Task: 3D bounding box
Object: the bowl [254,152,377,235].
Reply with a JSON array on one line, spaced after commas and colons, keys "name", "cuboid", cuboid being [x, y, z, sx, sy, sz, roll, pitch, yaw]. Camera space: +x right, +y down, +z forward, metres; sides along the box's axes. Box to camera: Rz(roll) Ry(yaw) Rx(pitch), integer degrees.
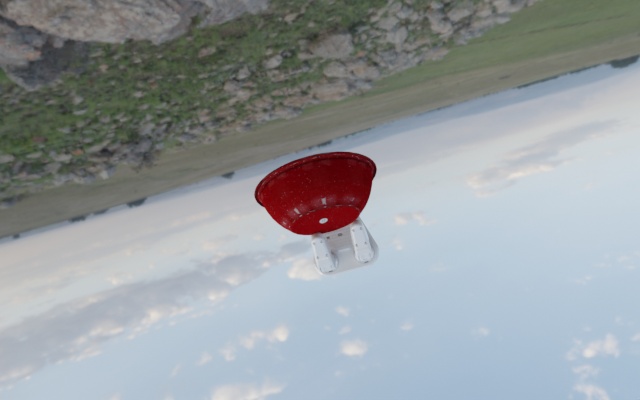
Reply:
[{"name": "bowl", "cuboid": [0.000, 0.002, 0.606, 0.162, 0.055, 0.162, -12, -23, -5]}]
